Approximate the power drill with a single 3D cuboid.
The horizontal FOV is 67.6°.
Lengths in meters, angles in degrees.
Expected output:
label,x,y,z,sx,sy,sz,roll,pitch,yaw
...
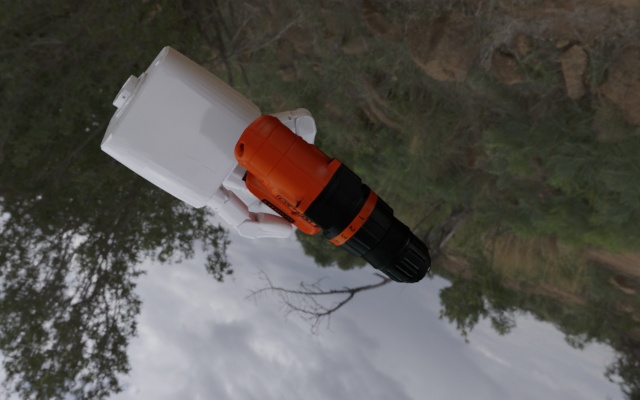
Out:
label,x,y,z,sx,sy,sz,roll,pitch,yaw
power drill,0.000,0.001,0.441,0.184,0.057,0.187,40,-9,-11
